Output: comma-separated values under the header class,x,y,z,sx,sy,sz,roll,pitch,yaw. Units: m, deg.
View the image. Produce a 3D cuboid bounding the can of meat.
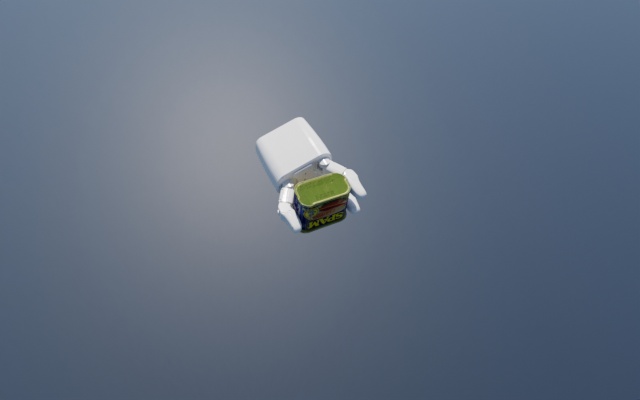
class,x,y,z,sx,sy,sz,roll,pitch,yaw
can of meat,0.000,0.003,0.838,0.102,0.057,0.084,-18,-31,-18
